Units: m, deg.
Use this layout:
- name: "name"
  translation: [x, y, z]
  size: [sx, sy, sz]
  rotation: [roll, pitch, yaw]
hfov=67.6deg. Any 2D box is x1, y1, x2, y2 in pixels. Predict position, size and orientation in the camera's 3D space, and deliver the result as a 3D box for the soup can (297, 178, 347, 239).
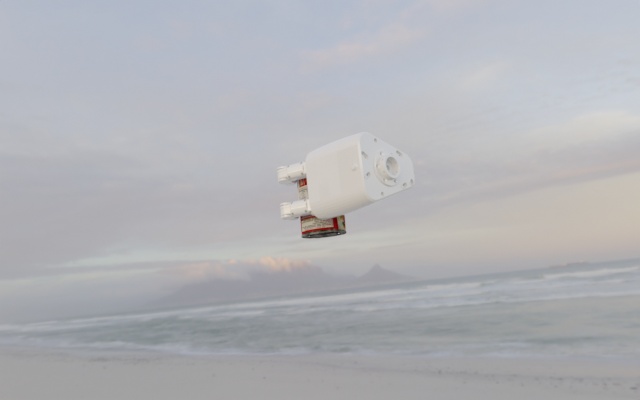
- name: "soup can"
  translation: [0.000, 0.002, 0.720]
  size: [0.068, 0.102, 0.068]
  rotation: [-6, -10, -1]
